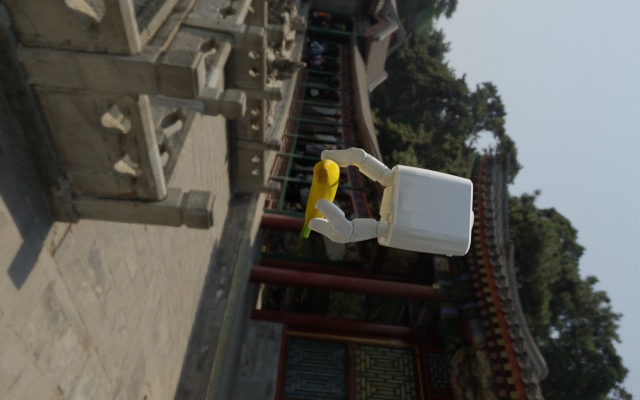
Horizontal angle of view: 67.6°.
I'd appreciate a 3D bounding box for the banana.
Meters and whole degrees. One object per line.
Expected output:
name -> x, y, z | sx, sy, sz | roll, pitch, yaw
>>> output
banana -> 0.003, -0.012, 0.668 | 0.037, 0.069, 0.198 | 13, -29, -1
